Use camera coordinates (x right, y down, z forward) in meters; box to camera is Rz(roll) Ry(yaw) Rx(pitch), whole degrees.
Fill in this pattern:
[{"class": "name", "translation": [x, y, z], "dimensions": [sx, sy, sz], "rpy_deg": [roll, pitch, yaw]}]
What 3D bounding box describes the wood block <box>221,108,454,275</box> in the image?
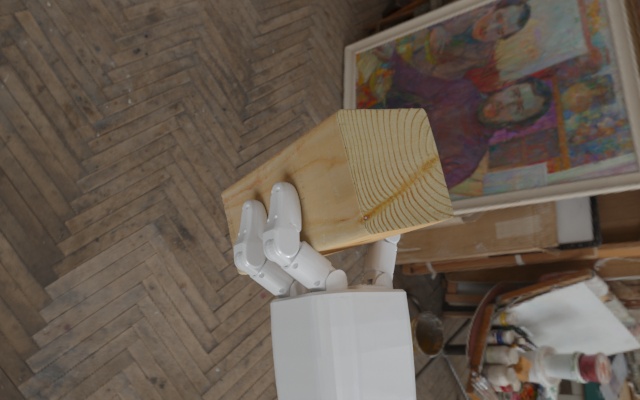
[{"class": "wood block", "translation": [0.000, 0.002, 0.421], "dimensions": [0.091, 0.090, 0.206], "rpy_deg": [-8, -10, -36]}]
